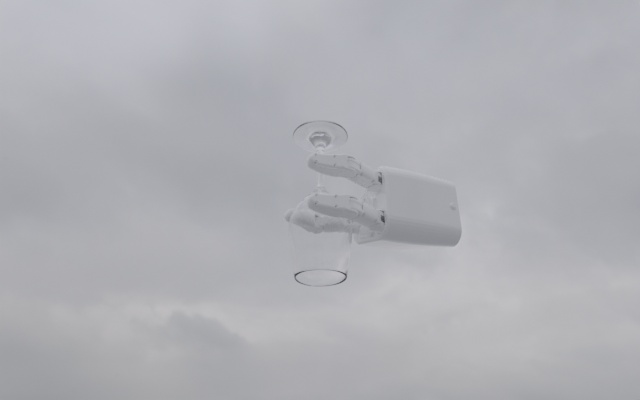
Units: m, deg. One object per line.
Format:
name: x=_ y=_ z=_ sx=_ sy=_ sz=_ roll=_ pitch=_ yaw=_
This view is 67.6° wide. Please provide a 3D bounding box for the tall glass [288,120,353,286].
tall glass: x=0.000 y=0.001 z=0.598 sx=0.079 sy=0.201 sz=0.079 roll=0 pitch=-28 yaw=0
